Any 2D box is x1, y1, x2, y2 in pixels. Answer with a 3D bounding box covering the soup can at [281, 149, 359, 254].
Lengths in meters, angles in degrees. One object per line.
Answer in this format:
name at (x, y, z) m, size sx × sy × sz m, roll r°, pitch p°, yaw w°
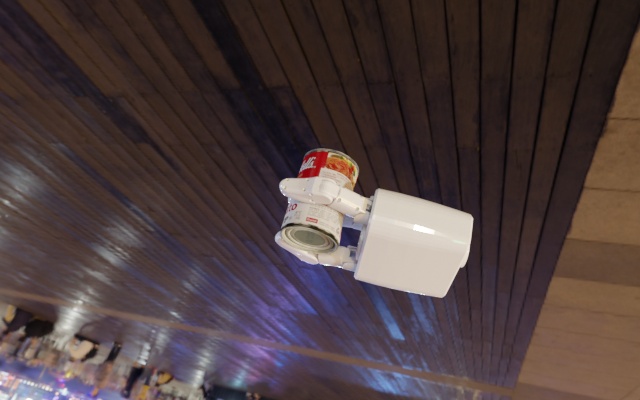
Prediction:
soup can at (0.000, 0.002, 0.543) m, size 0.068 × 0.102 × 0.068 m, roll 13°, pitch -29°, yaw 7°
